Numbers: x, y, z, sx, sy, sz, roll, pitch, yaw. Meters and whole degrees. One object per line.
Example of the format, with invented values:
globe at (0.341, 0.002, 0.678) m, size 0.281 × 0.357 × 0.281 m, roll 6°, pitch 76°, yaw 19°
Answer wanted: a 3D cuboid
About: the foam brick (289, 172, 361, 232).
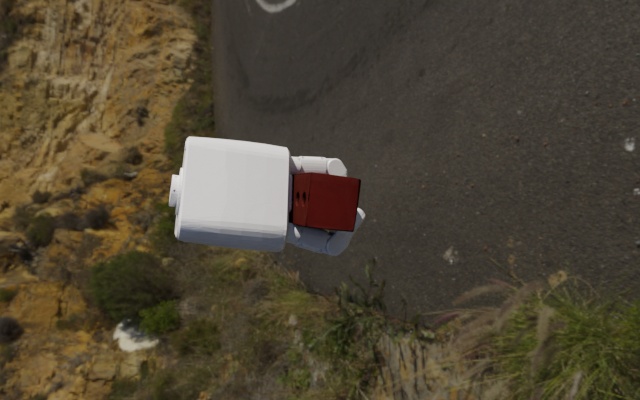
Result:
foam brick at (0.000, 0.001, 0.482) m, size 0.051 × 0.053 × 0.078 m, roll 8°, pitch -2°, yaw -18°
